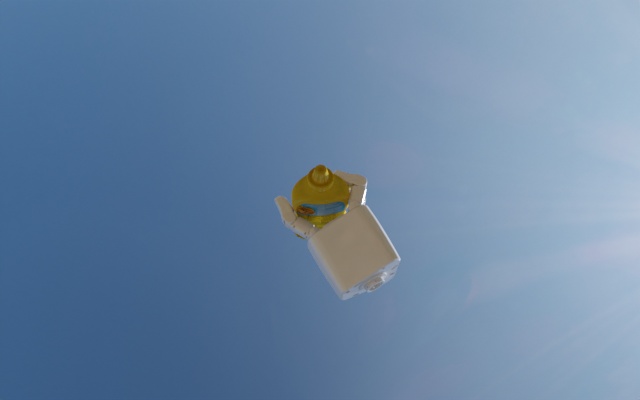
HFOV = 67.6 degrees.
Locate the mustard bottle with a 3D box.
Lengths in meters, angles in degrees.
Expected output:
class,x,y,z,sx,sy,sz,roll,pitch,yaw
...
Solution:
class,x,y,z,sx,sy,sz,roll,pitch,yaw
mustard bottle,0.000,0.002,0.793,0.096,0.058,0.192,-3,-30,-2
